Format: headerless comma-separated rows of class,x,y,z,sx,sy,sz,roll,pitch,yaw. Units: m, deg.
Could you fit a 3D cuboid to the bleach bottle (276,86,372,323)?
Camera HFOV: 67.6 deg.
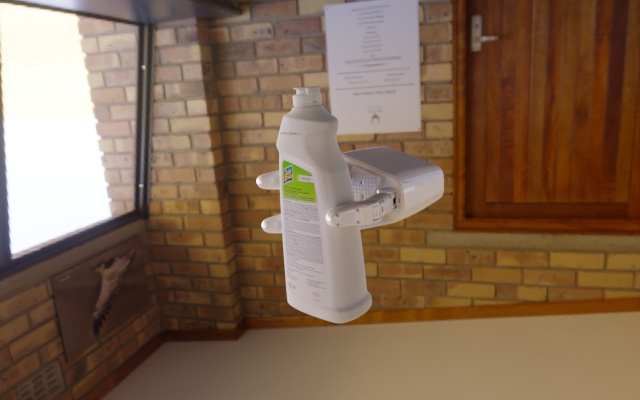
bleach bottle,0.000,0.002,0.532,0.102,0.251,0.068,8,18,41
